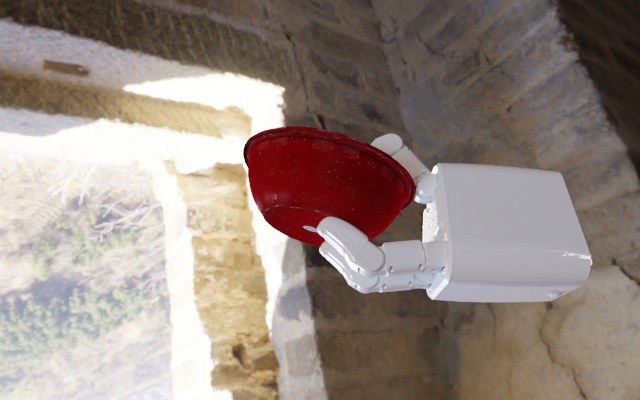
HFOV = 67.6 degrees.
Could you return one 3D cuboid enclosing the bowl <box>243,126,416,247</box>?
[{"bbox_3d":[-0.001,0.002,0.427,0.162,0.055,0.162,14,-22,6],"label":"bowl"}]
